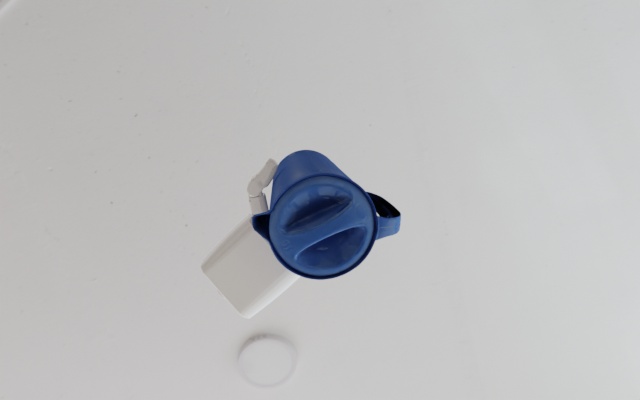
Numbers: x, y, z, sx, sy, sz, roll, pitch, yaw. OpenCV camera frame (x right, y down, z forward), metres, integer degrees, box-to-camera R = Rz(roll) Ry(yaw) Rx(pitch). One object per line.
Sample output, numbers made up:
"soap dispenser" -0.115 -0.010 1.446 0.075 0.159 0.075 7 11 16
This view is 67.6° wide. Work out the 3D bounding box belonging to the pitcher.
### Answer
"pitcher" 0.000 0.002 0.673 0.145 0.149 0.242 -43 17 7
